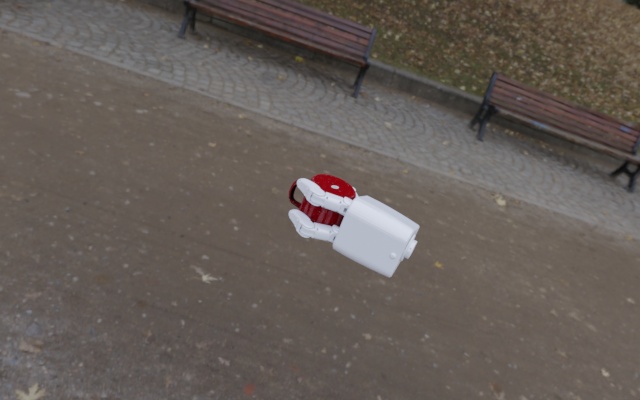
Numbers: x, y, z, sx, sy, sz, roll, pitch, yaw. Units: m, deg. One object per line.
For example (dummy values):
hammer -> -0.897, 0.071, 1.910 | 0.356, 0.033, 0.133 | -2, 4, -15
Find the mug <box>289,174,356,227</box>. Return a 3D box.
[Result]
mug -> -0.001, 0.002, 0.818 | 0.117, 0.081, 0.093 | 28, 27, 14
